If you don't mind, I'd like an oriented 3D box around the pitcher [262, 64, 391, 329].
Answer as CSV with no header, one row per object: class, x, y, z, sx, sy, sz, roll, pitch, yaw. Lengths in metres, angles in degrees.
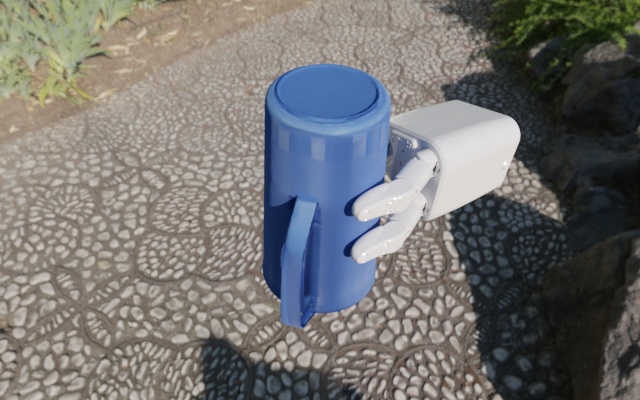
pitcher,0.000,0.001,0.476,0.145,0.243,0.149,-19,48,-20
